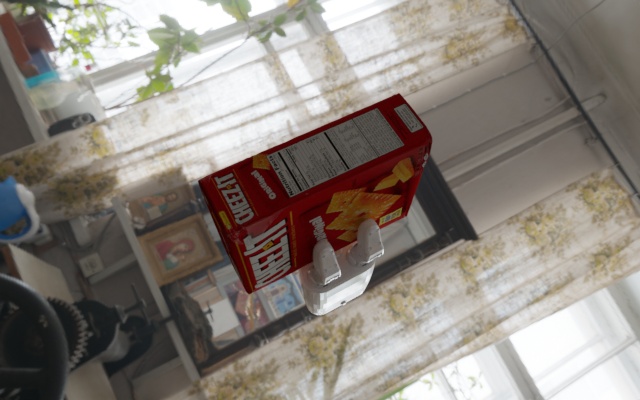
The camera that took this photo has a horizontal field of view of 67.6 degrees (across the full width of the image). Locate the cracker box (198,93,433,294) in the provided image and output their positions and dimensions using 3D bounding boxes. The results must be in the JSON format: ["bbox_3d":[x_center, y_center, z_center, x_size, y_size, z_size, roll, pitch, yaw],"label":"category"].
[{"bbox_3d":[0.000,0.001,0.497,0.213,0.072,0.164,-26,-25,-14],"label":"cracker box"}]
